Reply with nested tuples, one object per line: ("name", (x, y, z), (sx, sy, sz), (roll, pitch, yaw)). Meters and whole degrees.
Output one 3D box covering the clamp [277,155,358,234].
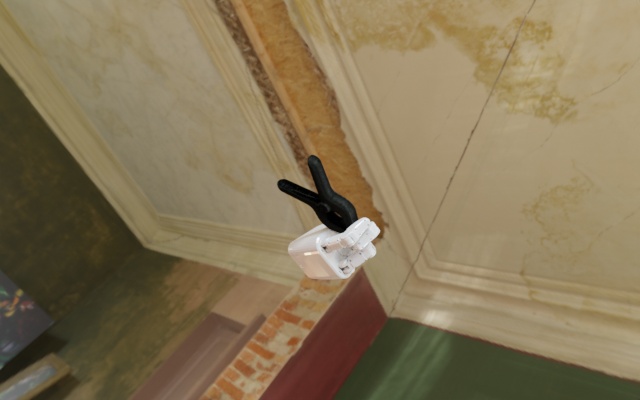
("clamp", (0.001, 0.003, 0.853), (0.120, 0.171, 0.039), (-17, 25, 51))
